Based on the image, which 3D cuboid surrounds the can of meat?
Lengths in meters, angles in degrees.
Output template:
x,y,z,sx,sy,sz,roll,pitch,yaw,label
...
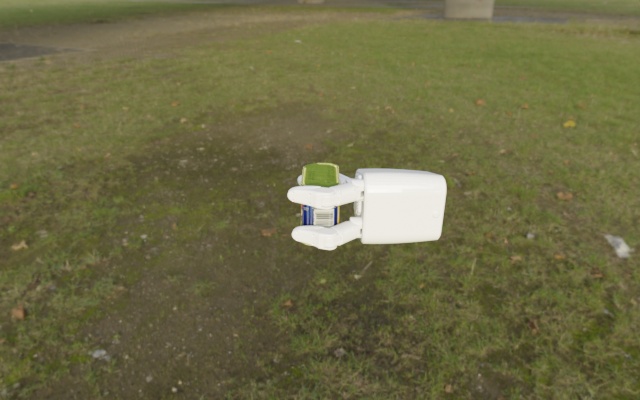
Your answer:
x,y,z,sx,sy,sz,roll,pitch,yaw,label
0.000,0.002,0.665,0.057,0.084,0.102,1,24,0,can of meat
